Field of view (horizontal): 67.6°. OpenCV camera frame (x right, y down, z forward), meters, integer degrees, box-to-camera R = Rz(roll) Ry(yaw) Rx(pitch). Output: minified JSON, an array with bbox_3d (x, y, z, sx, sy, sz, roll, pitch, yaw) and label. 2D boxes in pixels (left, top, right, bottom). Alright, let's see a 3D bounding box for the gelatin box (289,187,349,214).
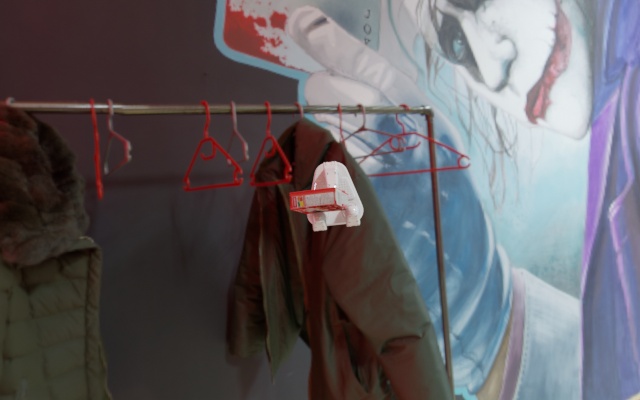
[{"bbox_3d":[0.000,0.002,0.747,0.073,0.030,0.089,-6,-8,15],"label":"gelatin box"}]
